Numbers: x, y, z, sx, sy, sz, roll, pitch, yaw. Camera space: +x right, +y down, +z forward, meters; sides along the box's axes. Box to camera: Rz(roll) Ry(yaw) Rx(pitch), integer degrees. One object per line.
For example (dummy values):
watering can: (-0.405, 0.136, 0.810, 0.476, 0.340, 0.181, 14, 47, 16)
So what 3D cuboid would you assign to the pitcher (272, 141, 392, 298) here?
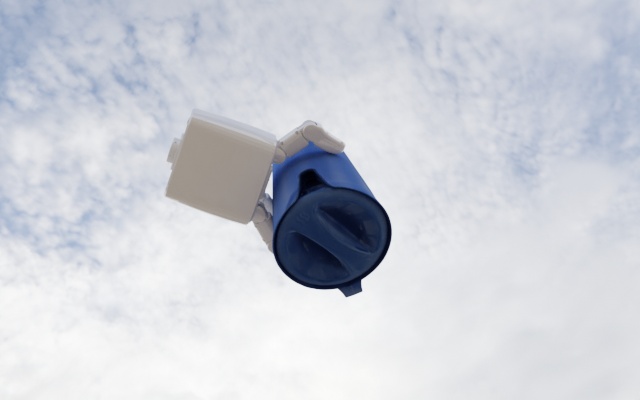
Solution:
pitcher: (0.000, 0.002, 0.626, 0.145, 0.149, 0.242, 19, 23, -18)
